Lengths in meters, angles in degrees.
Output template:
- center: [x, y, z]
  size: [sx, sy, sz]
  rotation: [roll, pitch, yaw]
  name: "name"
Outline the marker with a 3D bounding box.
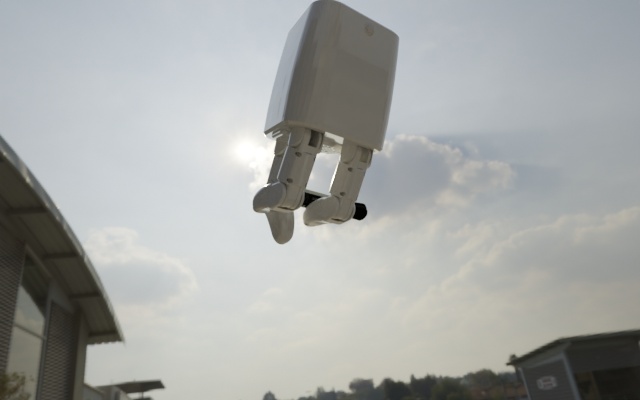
- center: [0.000, 0.002, 0.470]
  size: [0.121, 0.020, 0.020]
  rotation: [14, -8, -36]
  name: "marker"
